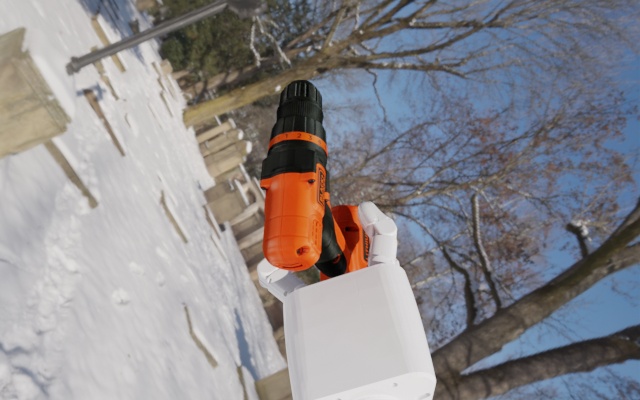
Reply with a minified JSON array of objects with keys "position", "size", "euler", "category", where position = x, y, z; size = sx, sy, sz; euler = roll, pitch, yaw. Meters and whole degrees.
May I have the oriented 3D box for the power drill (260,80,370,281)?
[{"position":[0.000,0.002,0.469],"size":[0.057,0.184,0.188],"euler":[-7,-30,19],"category":"power drill"}]
